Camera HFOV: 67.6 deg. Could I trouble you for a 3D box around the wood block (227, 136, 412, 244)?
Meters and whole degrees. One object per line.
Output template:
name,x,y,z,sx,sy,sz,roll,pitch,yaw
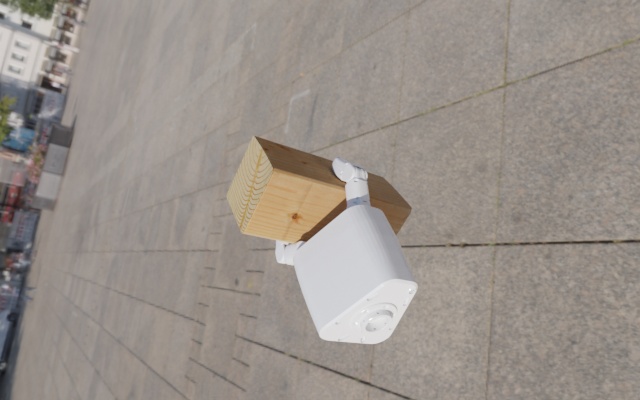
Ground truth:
wood block,0.000,0.002,0.610,0.206,0.091,0.090,15,25,-32
